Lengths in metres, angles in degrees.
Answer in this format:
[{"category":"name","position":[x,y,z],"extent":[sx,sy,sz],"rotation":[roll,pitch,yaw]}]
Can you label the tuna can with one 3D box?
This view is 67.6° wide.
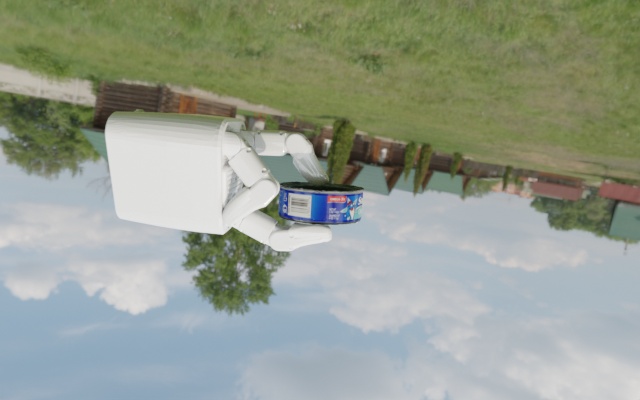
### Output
[{"category":"tuna can","position":[0.000,0.002,0.483],"extent":[0.086,0.034,0.086],"rotation":[3,7,0]}]
